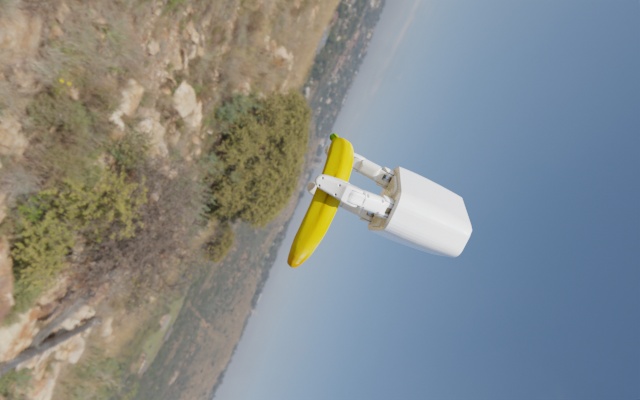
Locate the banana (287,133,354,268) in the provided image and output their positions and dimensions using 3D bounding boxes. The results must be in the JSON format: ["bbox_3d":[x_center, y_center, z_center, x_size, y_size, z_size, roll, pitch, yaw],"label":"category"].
[{"bbox_3d":[0.006,-0.004,0.627,0.037,0.197,0.069,23,-13,-10],"label":"banana"}]
